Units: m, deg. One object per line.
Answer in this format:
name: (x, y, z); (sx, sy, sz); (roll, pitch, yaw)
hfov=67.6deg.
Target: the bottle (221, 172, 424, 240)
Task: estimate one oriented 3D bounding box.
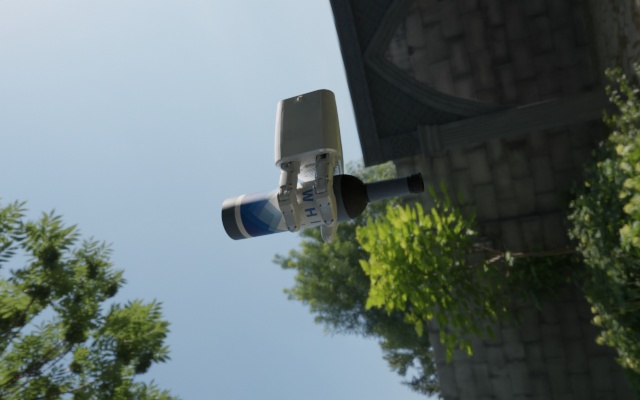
bottle: (0.000, 0.002, 0.687); (0.296, 0.069, 0.069); (-11, -4, 20)
